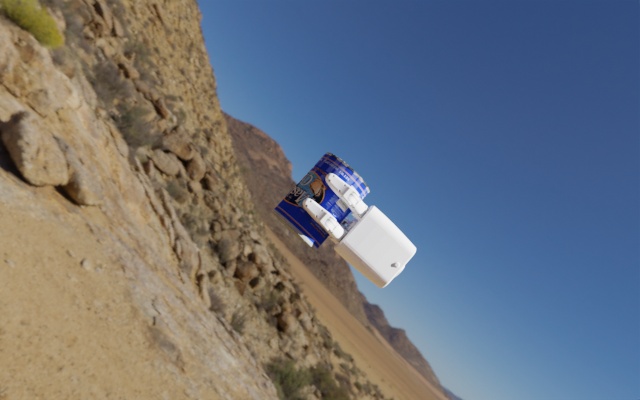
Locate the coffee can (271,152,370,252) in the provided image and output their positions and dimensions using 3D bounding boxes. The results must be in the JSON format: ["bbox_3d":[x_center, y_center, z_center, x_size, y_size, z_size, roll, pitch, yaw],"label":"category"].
[{"bbox_3d":[0.000,0.003,0.821,0.103,0.140,0.103,42,-7,6],"label":"coffee can"}]
